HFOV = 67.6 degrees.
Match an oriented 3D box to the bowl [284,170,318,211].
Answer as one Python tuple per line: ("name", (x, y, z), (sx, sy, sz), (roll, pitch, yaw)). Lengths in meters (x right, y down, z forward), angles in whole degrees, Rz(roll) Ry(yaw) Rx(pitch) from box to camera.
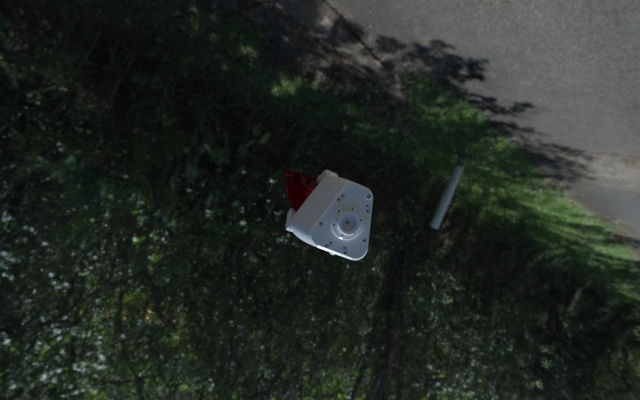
("bowl", (0.000, 0.003, 0.854), (0.162, 0.055, 0.162), (24, 9, -4))
